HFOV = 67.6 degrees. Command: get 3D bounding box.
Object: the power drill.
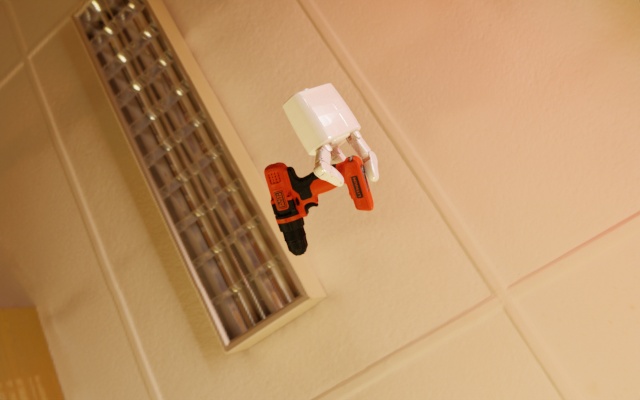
[{"bbox_3d":[0.001,0.003,0.892,0.187,0.184,0.057,-14,12,12],"label":"power drill"}]
